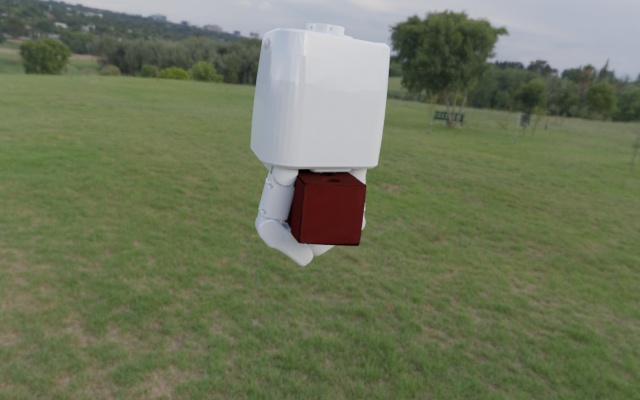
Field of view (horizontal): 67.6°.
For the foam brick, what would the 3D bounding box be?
[{"bbox_3d":[0.000,0.002,0.409,0.053,0.051,0.078,3,15,-17],"label":"foam brick"}]
